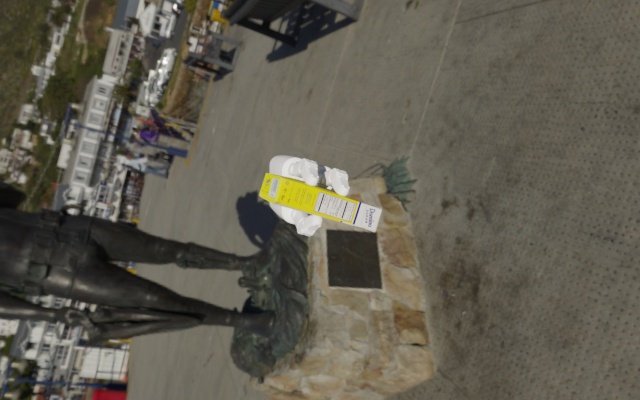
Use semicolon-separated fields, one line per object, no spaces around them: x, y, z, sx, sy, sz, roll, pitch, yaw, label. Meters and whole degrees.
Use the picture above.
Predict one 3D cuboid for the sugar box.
0.000;0.002;0.760;0.176;0.048;0.093;14;2;-23;sugar box
